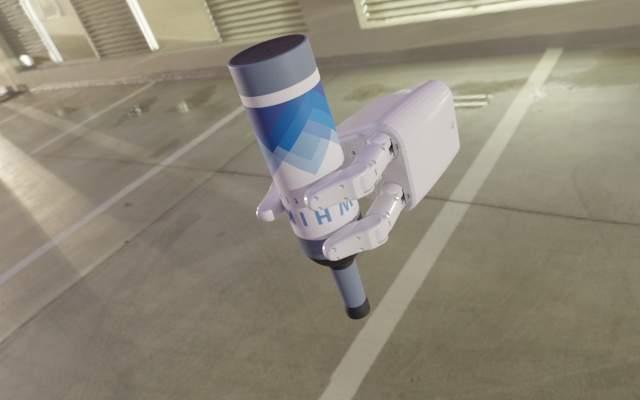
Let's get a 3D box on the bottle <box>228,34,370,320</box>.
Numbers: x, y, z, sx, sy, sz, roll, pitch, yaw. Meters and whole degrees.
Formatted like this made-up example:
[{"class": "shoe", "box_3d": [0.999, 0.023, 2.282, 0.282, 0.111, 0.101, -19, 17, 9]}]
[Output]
[{"class": "bottle", "box_3d": [0.000, 0.001, 0.448, 0.069, 0.296, 0.069, -14, 31, 9]}]
